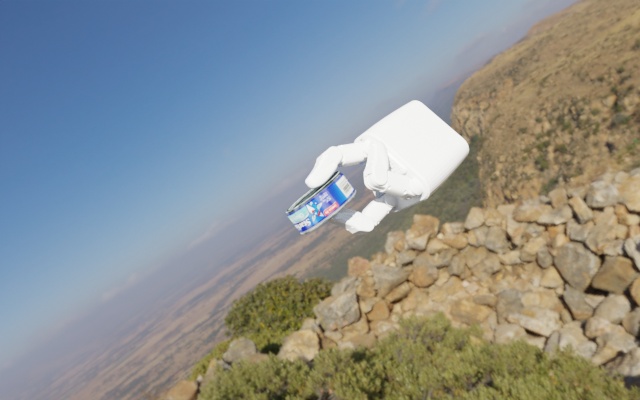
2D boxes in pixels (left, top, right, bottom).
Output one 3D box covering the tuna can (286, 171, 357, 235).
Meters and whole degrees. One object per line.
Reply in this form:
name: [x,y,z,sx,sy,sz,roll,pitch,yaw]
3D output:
tuna can: [0.000,0.001,0.578,0.086,0.034,0.086,-37,7,5]
